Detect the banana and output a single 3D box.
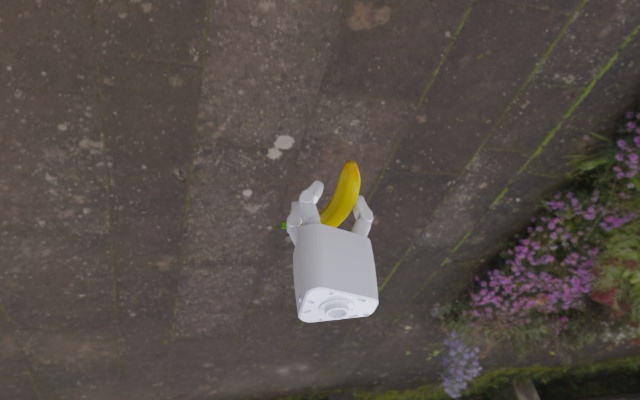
[{"bbox_3d":[0.013,0.012,0.771,0.070,0.037,0.198,28,-49,-24],"label":"banana"}]
